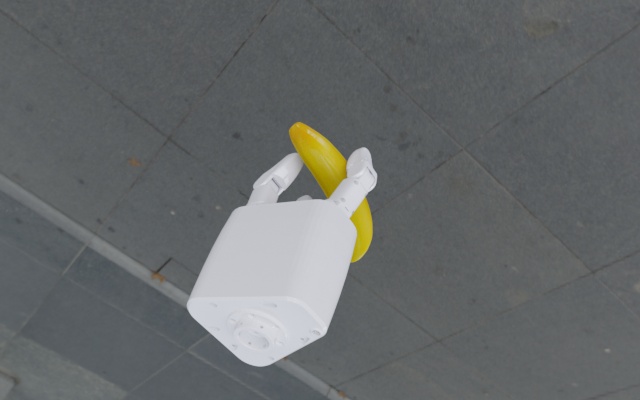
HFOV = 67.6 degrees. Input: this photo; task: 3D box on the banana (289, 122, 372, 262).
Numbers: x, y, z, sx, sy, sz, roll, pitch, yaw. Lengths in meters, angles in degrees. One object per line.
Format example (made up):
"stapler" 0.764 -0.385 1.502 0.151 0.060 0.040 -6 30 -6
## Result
"banana" 0.018 0.005 0.504 0.069 0.198 0.037 4 43 20
